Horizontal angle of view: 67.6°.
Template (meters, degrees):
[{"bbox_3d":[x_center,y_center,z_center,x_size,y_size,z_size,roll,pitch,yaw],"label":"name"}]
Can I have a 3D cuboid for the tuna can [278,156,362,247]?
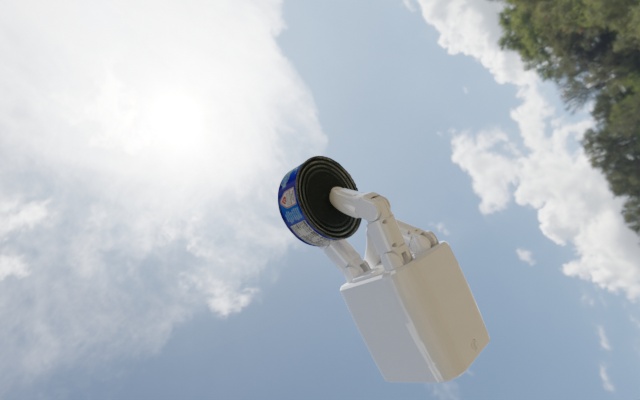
[{"bbox_3d":[0.000,0.002,0.473,0.086,0.086,0.034,0,-19,-44],"label":"tuna can"}]
